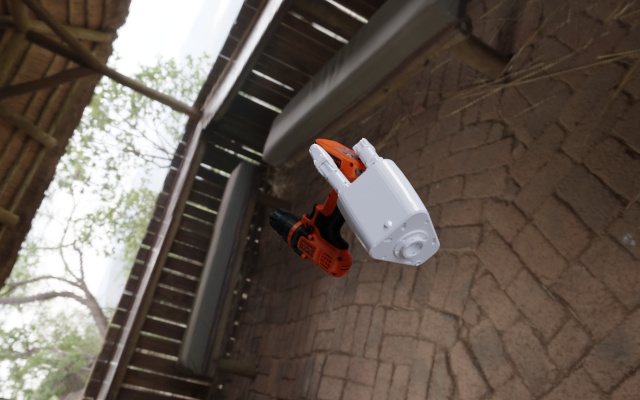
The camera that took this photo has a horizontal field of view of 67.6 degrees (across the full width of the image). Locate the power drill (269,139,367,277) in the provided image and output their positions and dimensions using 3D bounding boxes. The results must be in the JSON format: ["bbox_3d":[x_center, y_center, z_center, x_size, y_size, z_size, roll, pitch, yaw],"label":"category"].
[{"bbox_3d":[0.000,0.002,0.758,0.057,0.188,0.184,-2,27,-48],"label":"power drill"}]
